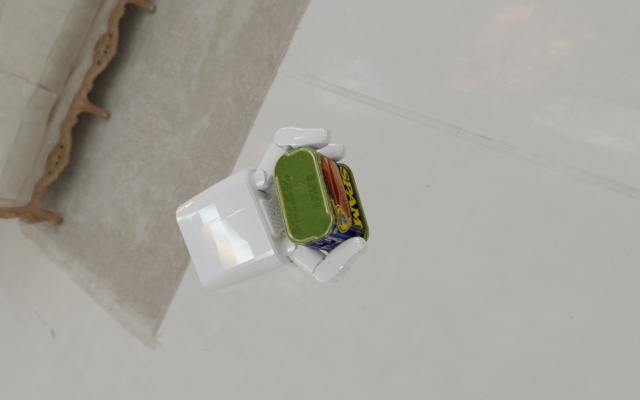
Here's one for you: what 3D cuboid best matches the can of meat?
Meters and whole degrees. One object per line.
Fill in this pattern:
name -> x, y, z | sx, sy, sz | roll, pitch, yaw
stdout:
can of meat -> 0.000, 0.002, 0.491 | 0.057, 0.102, 0.084 | -23, -21, 23
